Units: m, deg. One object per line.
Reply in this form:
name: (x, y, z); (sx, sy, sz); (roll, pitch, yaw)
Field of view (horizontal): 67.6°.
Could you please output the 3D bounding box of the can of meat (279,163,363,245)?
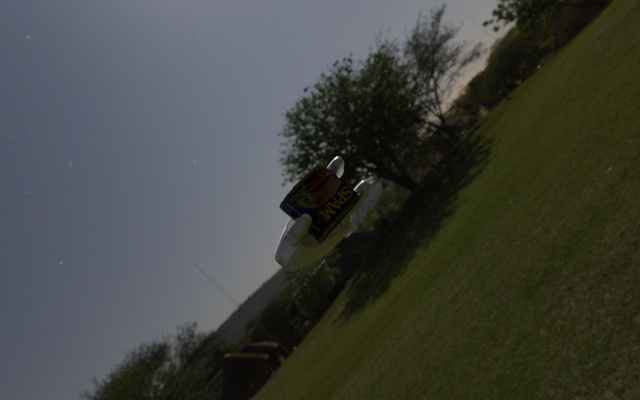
can of meat: (0.000, 0.002, 0.730); (0.102, 0.084, 0.057); (-45, -9, -33)
